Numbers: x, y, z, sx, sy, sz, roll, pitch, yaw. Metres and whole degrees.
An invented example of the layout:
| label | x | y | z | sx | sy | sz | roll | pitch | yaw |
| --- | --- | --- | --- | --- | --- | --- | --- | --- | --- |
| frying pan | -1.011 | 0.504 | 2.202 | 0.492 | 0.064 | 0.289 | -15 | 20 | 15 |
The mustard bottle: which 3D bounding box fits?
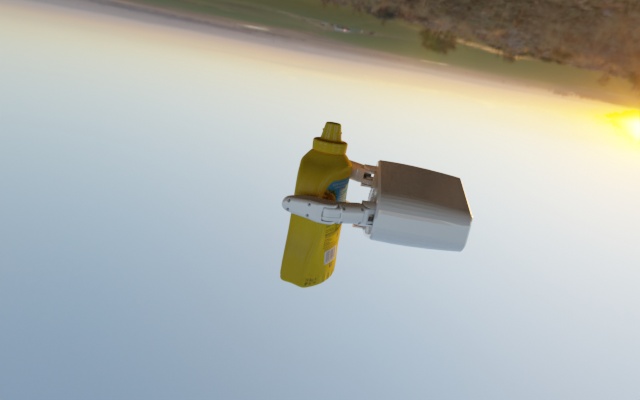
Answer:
| label | x | y | z | sx | sy | sz | roll | pitch | yaw |
| --- | --- | --- | --- | --- | --- | --- | --- | --- | --- |
| mustard bottle | 0.000 | 0.002 | 0.572 | 0.058 | 0.192 | 0.096 | 17 | 18 | 23 |
